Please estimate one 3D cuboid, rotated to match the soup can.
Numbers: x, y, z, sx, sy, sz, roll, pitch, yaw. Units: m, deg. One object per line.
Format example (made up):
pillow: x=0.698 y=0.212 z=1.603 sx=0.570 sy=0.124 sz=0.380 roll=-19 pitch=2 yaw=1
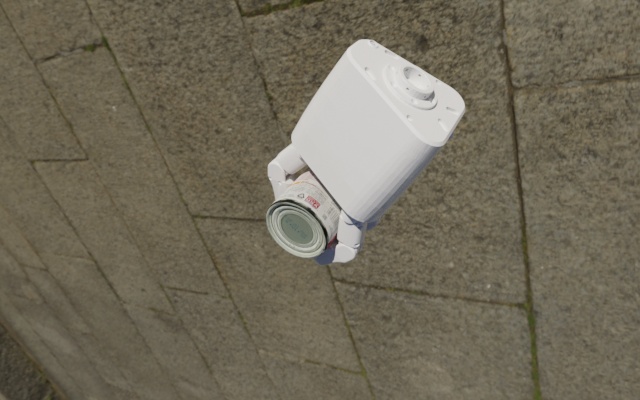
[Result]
soup can: x=0.000 y=0.002 z=0.480 sx=0.068 sy=0.068 sz=0.102 roll=0 pitch=33 yaw=34
